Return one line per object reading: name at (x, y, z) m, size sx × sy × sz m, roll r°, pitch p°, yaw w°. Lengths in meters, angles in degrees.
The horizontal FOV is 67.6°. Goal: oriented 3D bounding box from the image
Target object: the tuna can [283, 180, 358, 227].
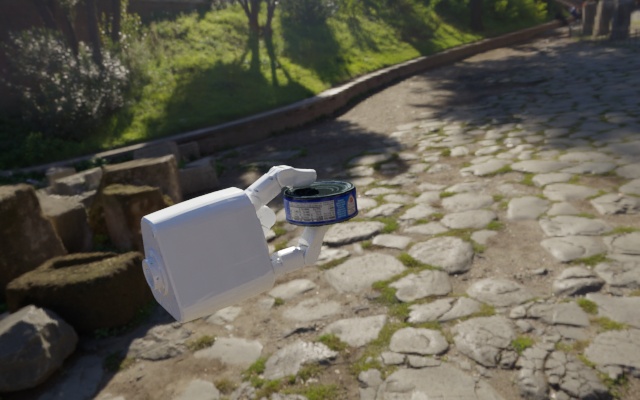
tuna can at (0.000, 0.001, 0.554) m, size 0.086 × 0.034 × 0.086 m, roll -6°, pitch 14°, yaw 1°
